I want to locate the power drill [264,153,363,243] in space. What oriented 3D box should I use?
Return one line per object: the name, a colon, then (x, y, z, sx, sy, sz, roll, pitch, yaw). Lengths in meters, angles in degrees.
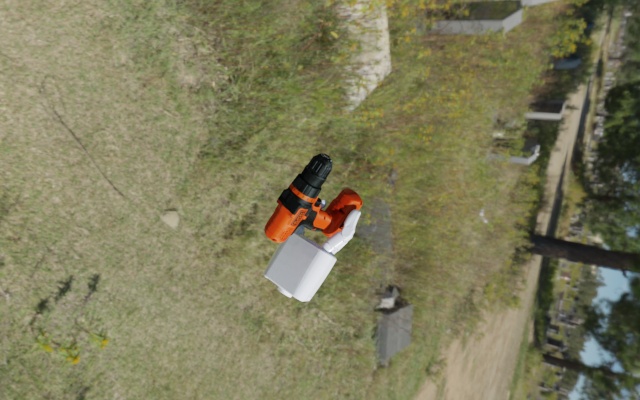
power drill: (0.000, 0.003, 0.898, 0.188, 0.184, 0.057, 13, 29, -53)
